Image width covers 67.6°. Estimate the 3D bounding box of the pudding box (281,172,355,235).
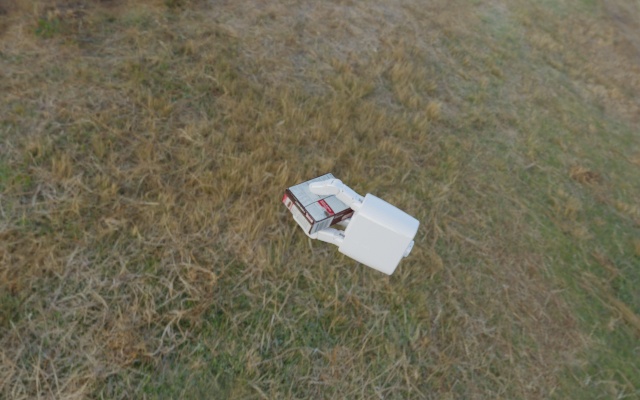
[{"bbox_3d":[0.000,0.003,0.871,0.113,0.090,0.039,-21,-30,-39],"label":"pudding box"}]
